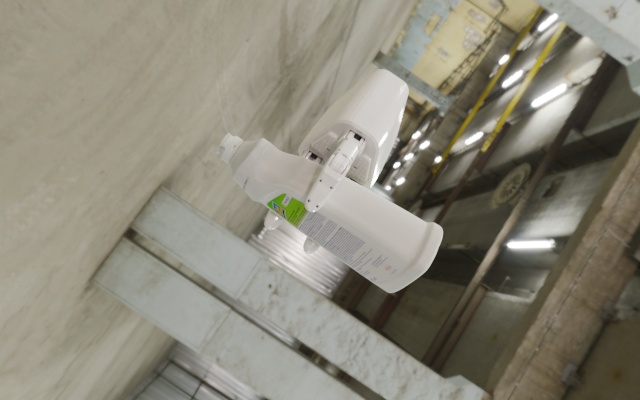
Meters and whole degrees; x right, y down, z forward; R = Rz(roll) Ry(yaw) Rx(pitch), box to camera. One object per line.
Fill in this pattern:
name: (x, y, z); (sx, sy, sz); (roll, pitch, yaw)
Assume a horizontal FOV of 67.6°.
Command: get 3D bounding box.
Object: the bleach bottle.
bleach bottle: (0.000, 0.002, 0.521); (0.251, 0.068, 0.103); (33, -35, -2)
